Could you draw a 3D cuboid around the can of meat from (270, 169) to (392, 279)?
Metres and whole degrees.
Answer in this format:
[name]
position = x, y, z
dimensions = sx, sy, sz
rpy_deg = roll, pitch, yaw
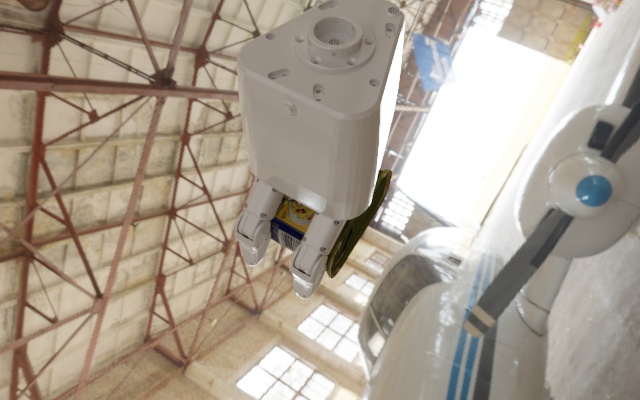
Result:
[can of meat]
position = 0.000, 0.001, 0.412
dimensions = 0.084, 0.102, 0.057
rpy_deg = 28, -23, 15
